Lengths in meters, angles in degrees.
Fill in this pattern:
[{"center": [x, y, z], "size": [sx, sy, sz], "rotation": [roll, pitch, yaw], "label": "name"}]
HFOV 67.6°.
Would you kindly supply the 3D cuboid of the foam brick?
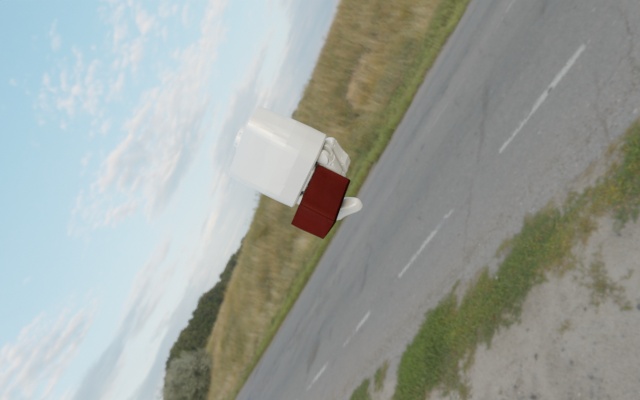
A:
[{"center": [0.000, 0.002, 0.651], "size": [0.051, 0.078, 0.053], "rotation": [25, -38, -5], "label": "foam brick"}]
